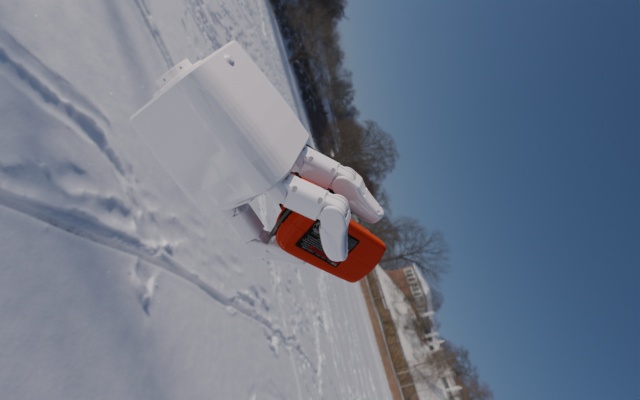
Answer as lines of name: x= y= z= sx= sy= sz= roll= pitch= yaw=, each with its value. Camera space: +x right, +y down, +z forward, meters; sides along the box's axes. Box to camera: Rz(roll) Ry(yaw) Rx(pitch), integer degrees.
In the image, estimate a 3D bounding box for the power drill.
power drill: x=0.000 y=0.002 z=0.507 sx=0.184 sy=0.057 sz=0.187 roll=29 pitch=18 yaw=-30
